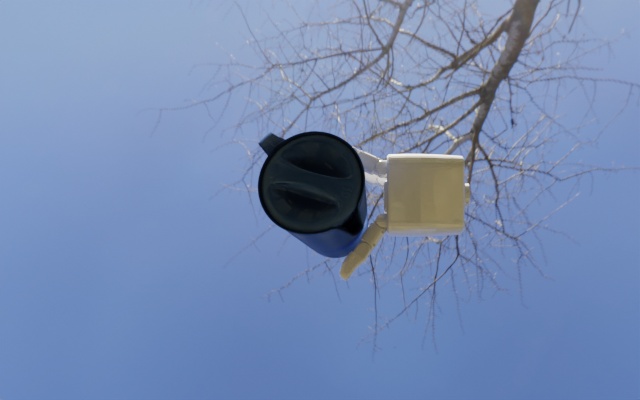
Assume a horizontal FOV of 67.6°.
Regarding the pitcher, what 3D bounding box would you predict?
[{"bbox_3d":[0.000,0.002,0.688,0.145,0.149,0.243,-2,-17,9],"label":"pitcher"}]
